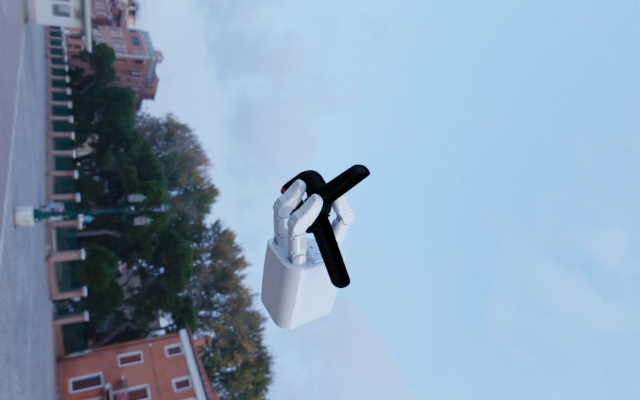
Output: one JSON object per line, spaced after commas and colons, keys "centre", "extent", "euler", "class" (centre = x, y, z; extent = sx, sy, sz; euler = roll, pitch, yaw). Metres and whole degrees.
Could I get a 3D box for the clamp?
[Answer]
{"centre": [0.001, 0.002, 0.677], "extent": [0.036, 0.165, 0.210], "euler": [2, 22, -30], "class": "clamp"}
